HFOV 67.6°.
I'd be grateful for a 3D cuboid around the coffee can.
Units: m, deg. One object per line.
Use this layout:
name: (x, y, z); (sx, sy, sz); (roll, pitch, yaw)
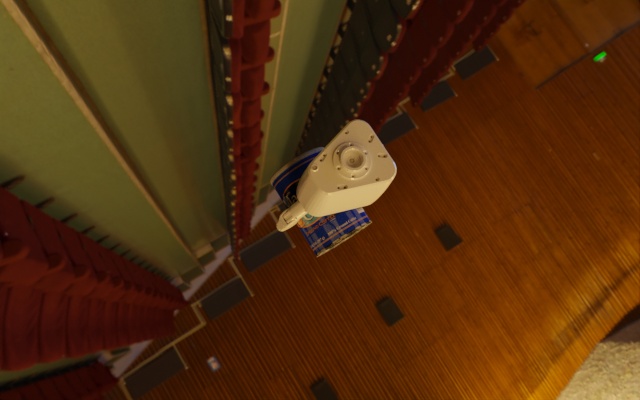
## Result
coffee can: (0.000, 0.002, 0.750); (0.103, 0.140, 0.103); (-32, -8, -5)
